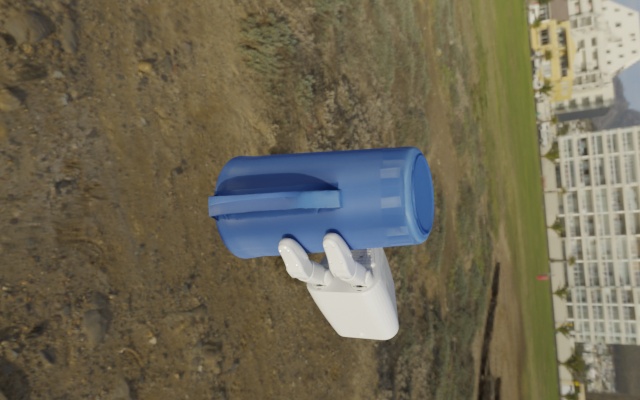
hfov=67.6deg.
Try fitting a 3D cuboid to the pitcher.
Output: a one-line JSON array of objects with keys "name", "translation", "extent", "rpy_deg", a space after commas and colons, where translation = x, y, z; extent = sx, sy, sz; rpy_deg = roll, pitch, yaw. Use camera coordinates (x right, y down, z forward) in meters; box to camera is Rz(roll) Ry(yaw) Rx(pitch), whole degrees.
[{"name": "pitcher", "translation": [0.000, 0.002, 0.563], "extent": [0.243, 0.145, 0.149], "rpy_deg": [-4, 41, 26]}]
